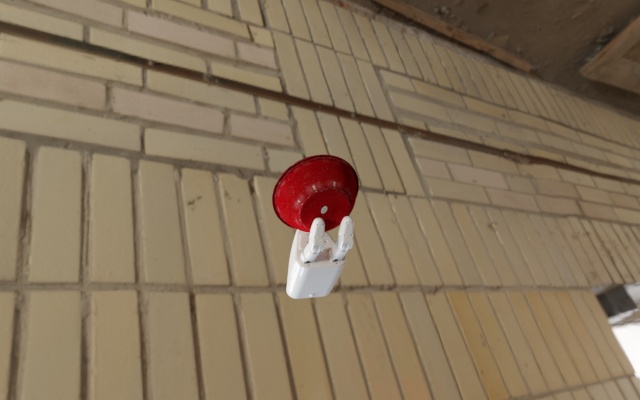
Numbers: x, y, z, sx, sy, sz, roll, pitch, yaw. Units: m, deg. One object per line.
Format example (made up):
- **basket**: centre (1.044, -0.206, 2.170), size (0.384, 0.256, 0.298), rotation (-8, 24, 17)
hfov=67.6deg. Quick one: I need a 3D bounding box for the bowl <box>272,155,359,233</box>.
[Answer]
- **bowl**: centre (0.000, 0.002, 0.829), size (0.162, 0.162, 0.055), rotation (0, 34, -21)
